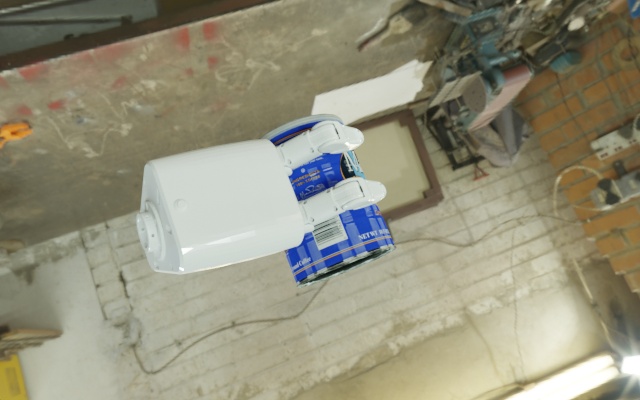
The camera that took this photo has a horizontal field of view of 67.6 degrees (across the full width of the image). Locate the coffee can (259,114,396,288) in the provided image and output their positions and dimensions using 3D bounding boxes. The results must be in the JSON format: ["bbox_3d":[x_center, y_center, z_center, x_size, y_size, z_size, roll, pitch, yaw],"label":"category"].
[{"bbox_3d":[0.000,0.001,0.470,0.103,0.140,0.103,-21,-13,-5],"label":"coffee can"}]
